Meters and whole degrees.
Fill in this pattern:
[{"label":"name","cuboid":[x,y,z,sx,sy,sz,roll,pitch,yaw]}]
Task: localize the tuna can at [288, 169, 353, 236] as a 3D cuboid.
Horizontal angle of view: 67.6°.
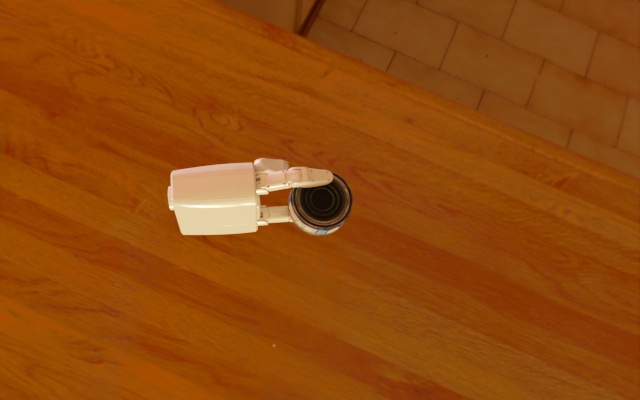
[{"label":"tuna can","cuboid":[0.000,0.002,0.645,0.086,0.086,0.034,0,-17,-11]}]
